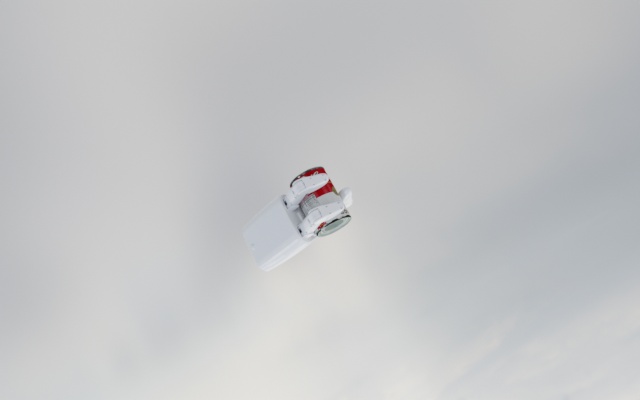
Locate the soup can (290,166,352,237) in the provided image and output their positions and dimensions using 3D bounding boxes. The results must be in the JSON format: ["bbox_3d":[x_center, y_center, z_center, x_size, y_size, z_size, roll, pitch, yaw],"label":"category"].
[{"bbox_3d":[0.001,0.003,0.811,0.068,0.102,0.068,-26,-17,-9],"label":"soup can"}]
